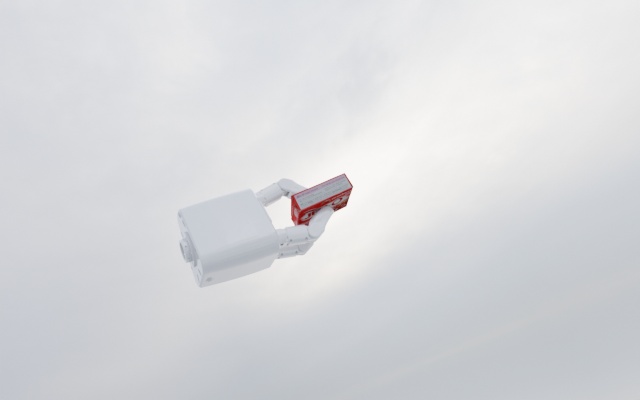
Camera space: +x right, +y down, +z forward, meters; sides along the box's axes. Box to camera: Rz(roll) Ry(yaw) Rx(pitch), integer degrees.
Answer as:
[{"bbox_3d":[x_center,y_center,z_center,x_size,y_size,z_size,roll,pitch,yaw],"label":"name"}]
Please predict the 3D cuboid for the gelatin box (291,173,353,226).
[{"bbox_3d":[0.000,0.002,0.700,0.089,0.030,0.073,-25,-19,-14],"label":"gelatin box"}]
